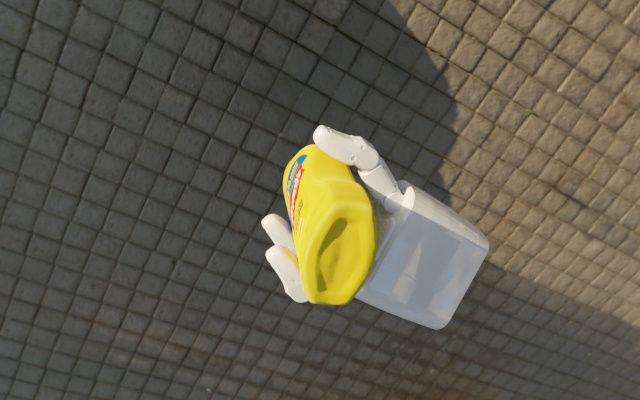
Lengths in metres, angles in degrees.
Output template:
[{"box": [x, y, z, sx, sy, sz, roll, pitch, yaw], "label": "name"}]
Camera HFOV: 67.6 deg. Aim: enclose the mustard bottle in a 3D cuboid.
[{"box": [0.000, 0.001, 0.440, 0.058, 0.096, 0.191, 4, 26, -12], "label": "mustard bottle"}]
